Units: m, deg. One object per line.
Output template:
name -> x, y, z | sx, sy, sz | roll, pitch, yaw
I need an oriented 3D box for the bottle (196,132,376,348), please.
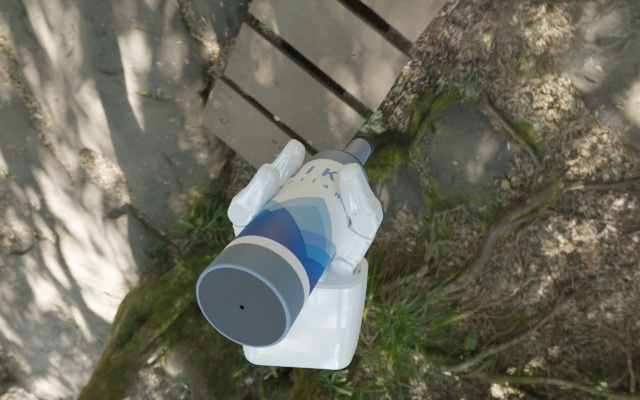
bottle -> 0.000, 0.001, 0.421 | 0.069, 0.069, 0.295 | 0, 27, 22
